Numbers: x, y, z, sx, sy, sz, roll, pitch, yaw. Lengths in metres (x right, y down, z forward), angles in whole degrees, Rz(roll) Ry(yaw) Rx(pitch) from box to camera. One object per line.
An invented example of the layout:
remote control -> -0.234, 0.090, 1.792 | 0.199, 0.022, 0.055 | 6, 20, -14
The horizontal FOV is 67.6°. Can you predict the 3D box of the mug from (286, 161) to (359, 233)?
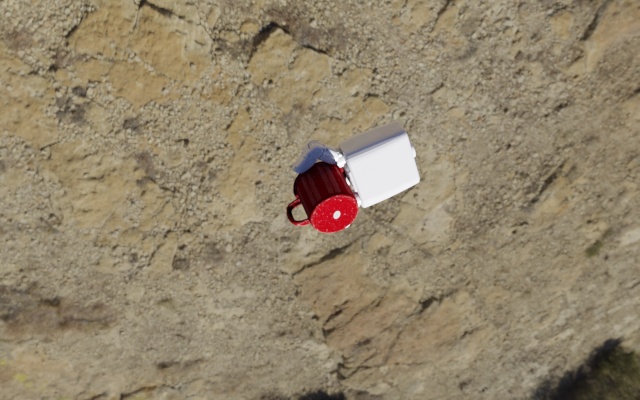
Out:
mug -> -0.001, 0.003, 0.765 | 0.117, 0.093, 0.081 | -25, 44, 0
